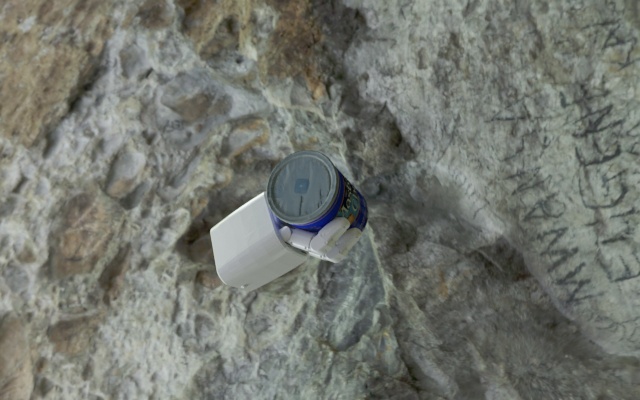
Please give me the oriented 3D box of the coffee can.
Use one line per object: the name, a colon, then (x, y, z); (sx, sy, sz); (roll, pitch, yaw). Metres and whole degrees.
coffee can: (0.000, 0.002, 0.684); (0.103, 0.102, 0.140); (0, -18, 23)
